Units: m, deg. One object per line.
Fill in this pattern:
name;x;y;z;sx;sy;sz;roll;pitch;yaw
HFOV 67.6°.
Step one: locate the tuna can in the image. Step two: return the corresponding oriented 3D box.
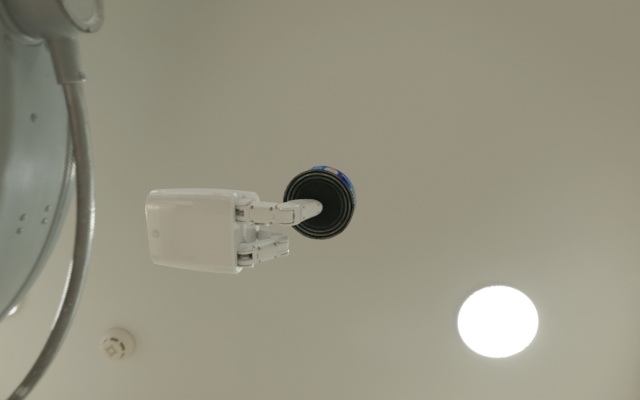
tuna can;0.000;0.002;0.577;0.086;0.086;0.033;0;13;12
